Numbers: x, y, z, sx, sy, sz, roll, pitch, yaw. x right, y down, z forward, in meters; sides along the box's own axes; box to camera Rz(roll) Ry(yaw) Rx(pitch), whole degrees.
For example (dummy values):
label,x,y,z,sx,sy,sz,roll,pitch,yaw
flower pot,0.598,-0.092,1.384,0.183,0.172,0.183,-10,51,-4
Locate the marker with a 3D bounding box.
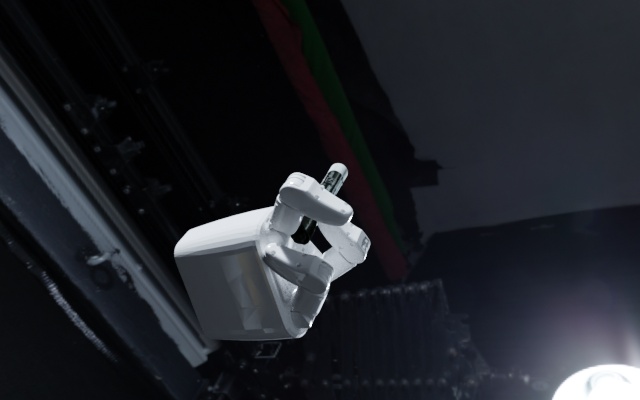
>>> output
label,x,y,z,sx,sy,sz,roll,pitch,yaw
marker,0.000,0.001,0.451,0.020,0.020,0.121,0,33,23
